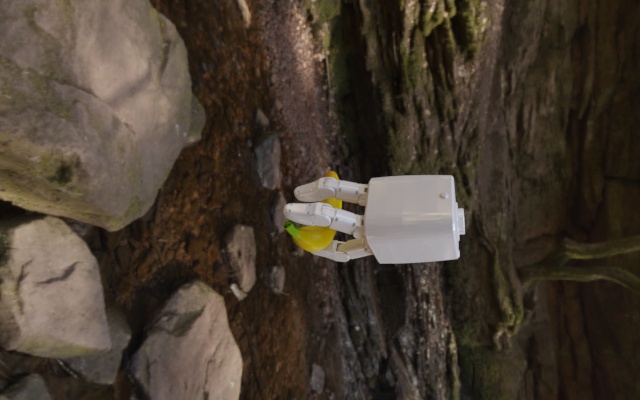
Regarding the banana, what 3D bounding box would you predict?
[{"bbox_3d":[0.003,0.021,0.674,0.037,0.070,0.197,-5,21,19],"label":"banana"}]
